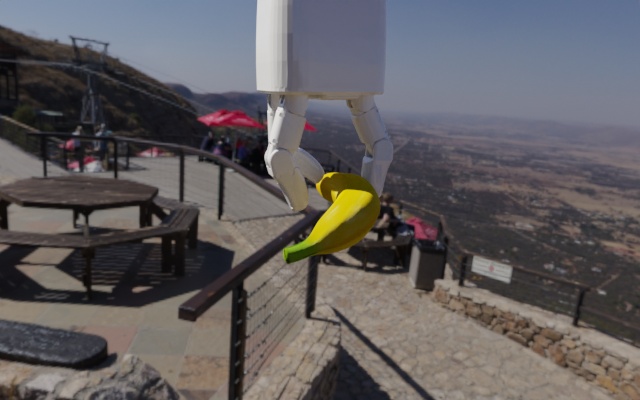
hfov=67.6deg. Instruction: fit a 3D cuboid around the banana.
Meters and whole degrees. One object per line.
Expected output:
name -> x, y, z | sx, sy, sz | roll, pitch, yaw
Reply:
banana -> 0.018, 0.002, 0.420 | 0.069, 0.037, 0.197 | -1, 15, 8
